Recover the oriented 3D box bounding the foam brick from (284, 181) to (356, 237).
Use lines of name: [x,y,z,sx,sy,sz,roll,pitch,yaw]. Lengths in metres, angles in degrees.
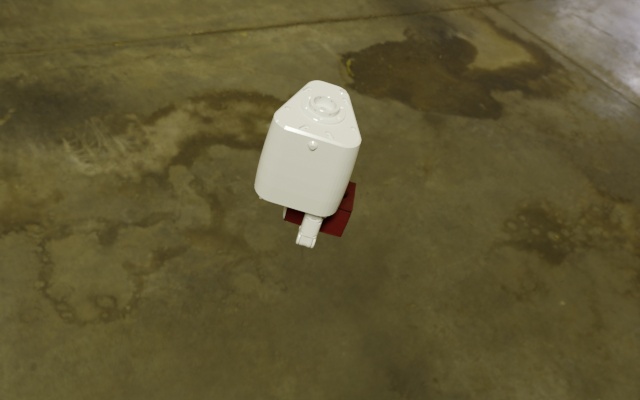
foam brick: [0.000,0.002,0.596,0.078,0.053,0.051,17,-46,-4]
